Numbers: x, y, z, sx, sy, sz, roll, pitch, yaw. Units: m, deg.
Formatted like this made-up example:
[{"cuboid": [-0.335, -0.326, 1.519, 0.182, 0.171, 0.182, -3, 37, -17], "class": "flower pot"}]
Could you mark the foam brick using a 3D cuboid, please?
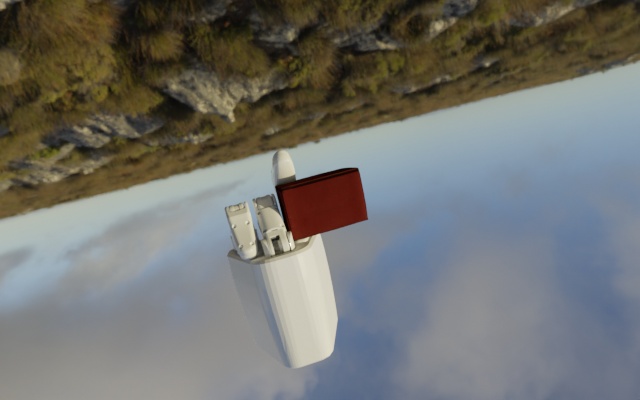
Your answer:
[{"cuboid": [0.000, 0.001, 0.469, 0.078, 0.051, 0.053, -16, 7, -10], "class": "foam brick"}]
